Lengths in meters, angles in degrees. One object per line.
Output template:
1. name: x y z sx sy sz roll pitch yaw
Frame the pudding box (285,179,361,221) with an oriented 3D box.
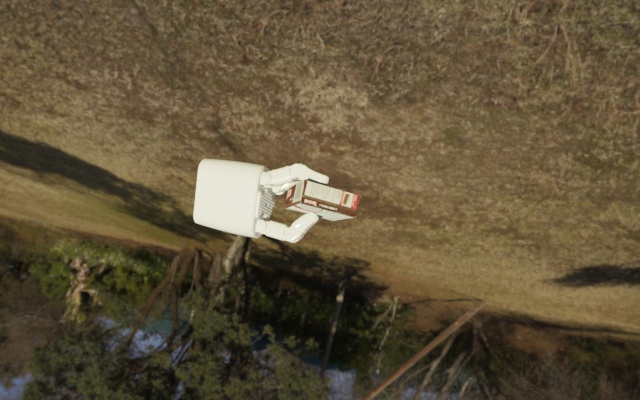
1. pudding box: 0.000 0.003 0.736 0.090 0.039 0.113 14 -7 -14
